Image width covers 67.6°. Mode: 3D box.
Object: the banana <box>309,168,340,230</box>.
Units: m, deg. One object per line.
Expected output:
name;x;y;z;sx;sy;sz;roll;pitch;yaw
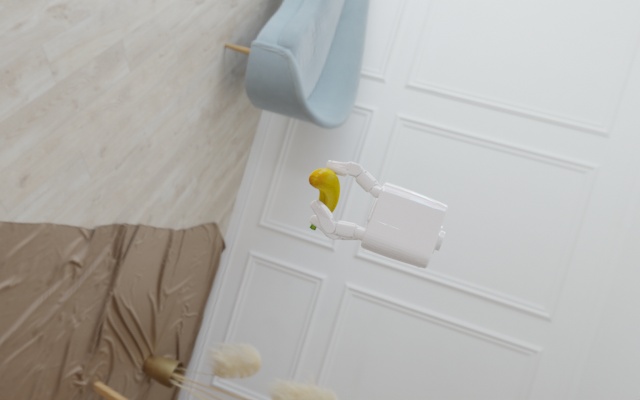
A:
banana;0.008;-0.011;0.802;0.037;0.069;0.198;23;-24;12
